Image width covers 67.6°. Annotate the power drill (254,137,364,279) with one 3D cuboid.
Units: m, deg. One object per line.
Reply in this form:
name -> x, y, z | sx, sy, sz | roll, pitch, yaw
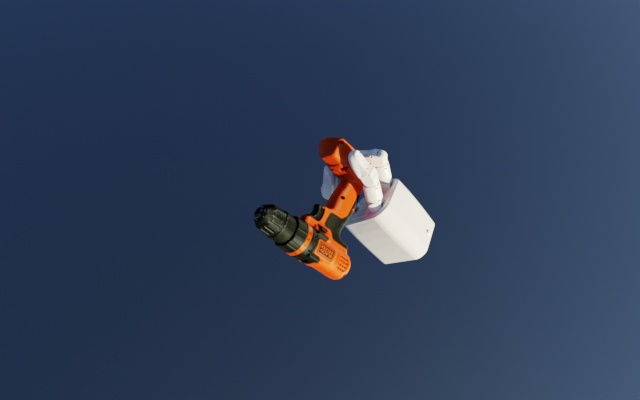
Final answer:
power drill -> 0.000, 0.002, 0.711 | 0.057, 0.187, 0.184 | 4, -28, 47
